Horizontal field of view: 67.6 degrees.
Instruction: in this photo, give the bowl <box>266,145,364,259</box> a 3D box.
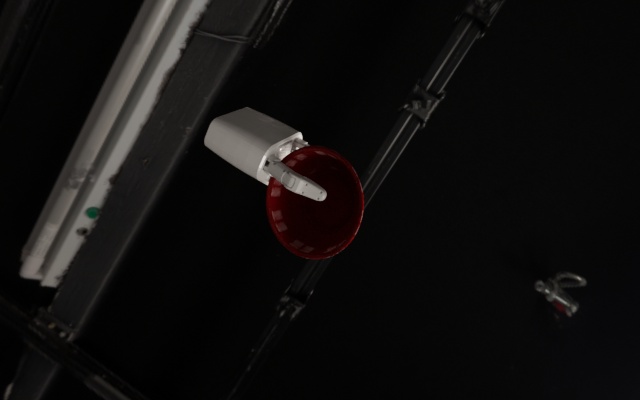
[{"bbox_3d":[0.001,0.003,0.699,0.162,0.162,0.055,0,2,30],"label":"bowl"}]
